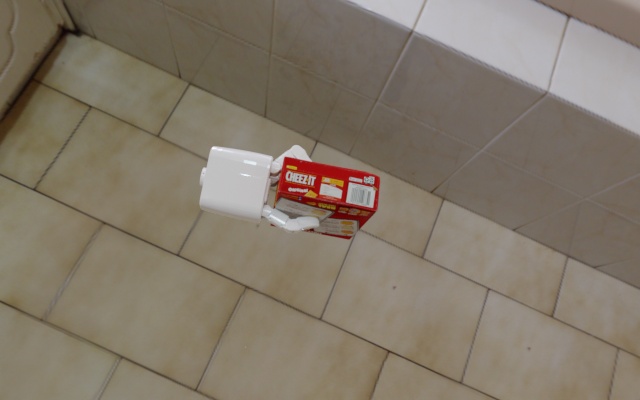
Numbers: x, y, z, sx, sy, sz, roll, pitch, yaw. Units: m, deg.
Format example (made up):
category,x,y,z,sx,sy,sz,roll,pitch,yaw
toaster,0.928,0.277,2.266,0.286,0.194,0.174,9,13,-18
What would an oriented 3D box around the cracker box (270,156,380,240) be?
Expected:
category,x,y,z,sx,sy,sz,roll,pitch,yaw
cracker box,0.000,0.003,0.859,0.164,0.072,0.214,11,-18,-6
